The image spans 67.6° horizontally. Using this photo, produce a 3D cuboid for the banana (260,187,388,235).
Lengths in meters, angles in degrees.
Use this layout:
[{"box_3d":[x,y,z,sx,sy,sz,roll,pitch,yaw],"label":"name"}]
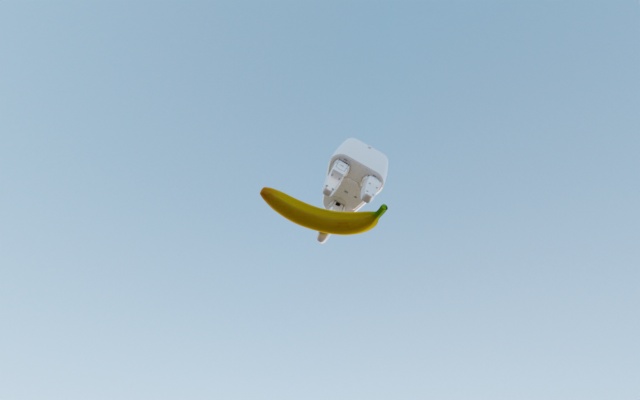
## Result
[{"box_3d":[0.003,0.019,0.730,0.198,0.070,0.037,7,30,13],"label":"banana"}]
